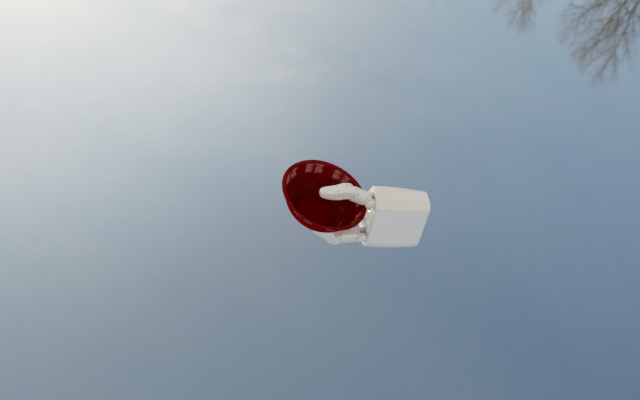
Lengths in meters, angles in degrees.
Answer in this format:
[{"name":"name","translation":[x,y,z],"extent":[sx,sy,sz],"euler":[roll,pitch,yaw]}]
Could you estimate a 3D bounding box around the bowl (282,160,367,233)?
[{"name":"bowl","translation":[-0.001,0.003,0.865],"extent":[0.162,0.162,0.055],"euler":[0,-38,-26]}]
